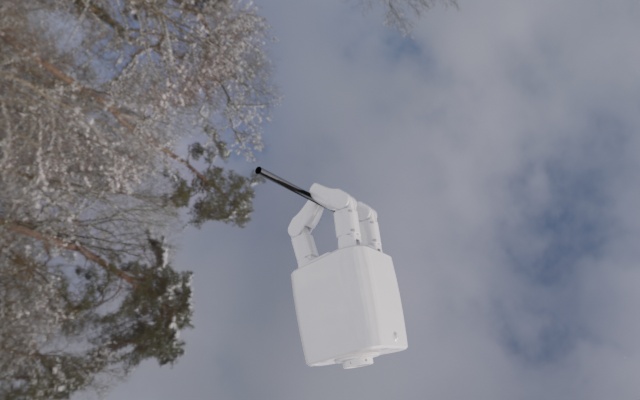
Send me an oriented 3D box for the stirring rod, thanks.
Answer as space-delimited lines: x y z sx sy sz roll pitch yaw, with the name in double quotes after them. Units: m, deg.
0.000 0.002 0.575 0.011 0.011 0.239 0 -16 32 "stirring rod"
